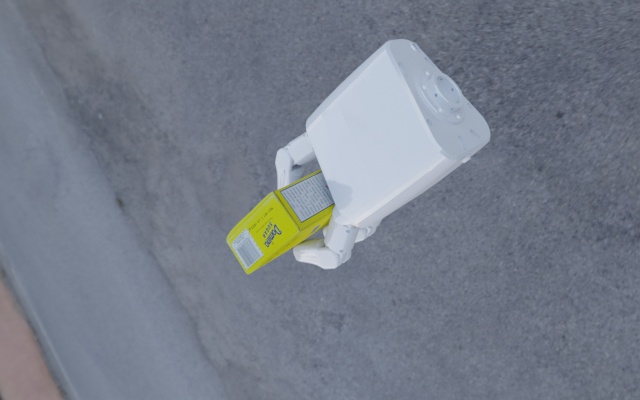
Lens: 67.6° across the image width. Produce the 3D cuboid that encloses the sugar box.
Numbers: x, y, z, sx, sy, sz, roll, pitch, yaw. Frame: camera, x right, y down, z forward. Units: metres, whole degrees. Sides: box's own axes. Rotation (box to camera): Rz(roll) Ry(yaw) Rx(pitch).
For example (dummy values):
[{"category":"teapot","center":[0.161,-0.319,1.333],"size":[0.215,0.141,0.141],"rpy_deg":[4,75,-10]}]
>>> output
[{"category":"sugar box","center":[0.000,0.002,0.465],"size":[0.176,0.048,0.093],"rpy_deg":[-26,-10,-46]}]
